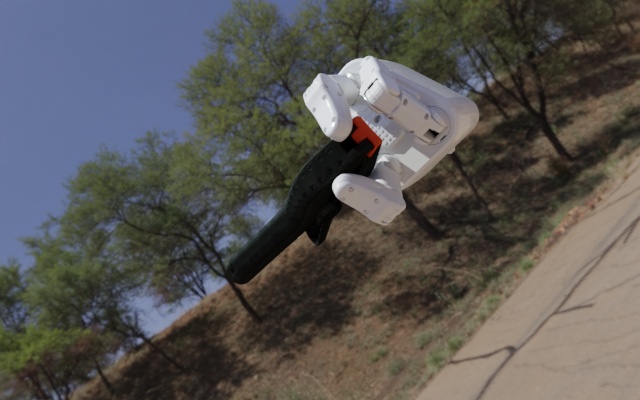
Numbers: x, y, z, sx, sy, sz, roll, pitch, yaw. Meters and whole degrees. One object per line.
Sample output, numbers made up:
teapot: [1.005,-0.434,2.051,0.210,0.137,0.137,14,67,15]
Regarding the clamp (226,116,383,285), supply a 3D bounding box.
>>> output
clamp: [0.000,0.001,0.405,0.171,0.039,0.120,-47,-11,30]
